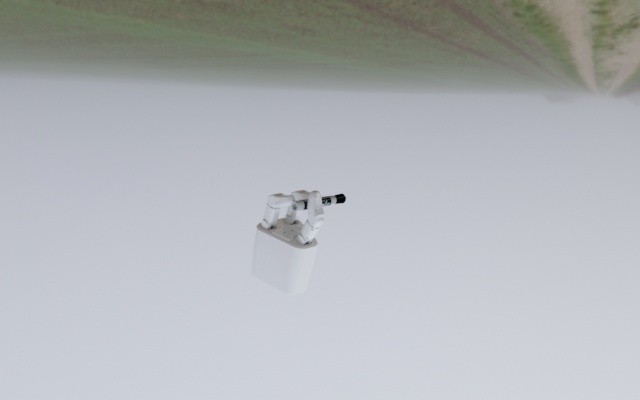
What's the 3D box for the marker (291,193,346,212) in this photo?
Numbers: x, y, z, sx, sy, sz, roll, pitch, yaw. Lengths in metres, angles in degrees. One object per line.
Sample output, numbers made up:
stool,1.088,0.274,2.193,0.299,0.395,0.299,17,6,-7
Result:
marker,0.000,0.003,0.850,0.121,0.020,0.020,-10,6,-42
